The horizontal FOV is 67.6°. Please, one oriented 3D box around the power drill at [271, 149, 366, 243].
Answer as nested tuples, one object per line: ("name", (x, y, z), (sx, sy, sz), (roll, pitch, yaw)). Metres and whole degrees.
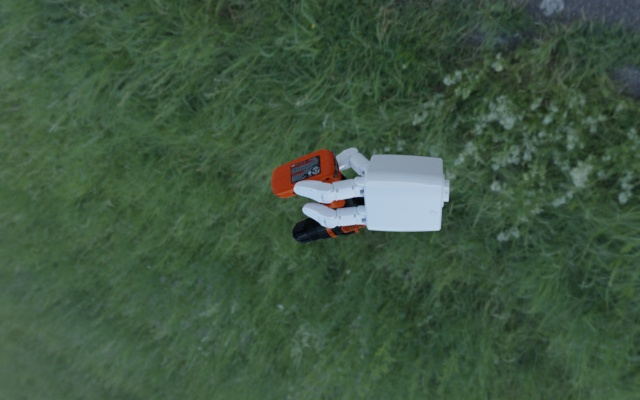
("power drill", (0.000, 0.002, 0.782), (0.184, 0.057, 0.188), (-21, -35, 20))
